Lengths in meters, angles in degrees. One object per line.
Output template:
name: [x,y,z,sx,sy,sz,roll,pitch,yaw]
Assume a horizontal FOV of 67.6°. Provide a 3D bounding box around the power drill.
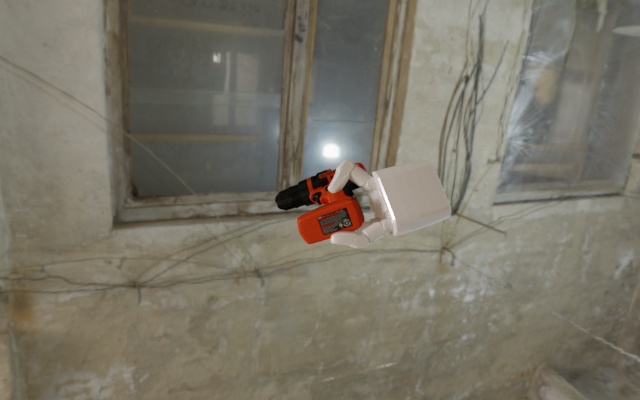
power drill: [0.000,0.003,0.841,0.184,0.057,0.187,-21,24,9]
